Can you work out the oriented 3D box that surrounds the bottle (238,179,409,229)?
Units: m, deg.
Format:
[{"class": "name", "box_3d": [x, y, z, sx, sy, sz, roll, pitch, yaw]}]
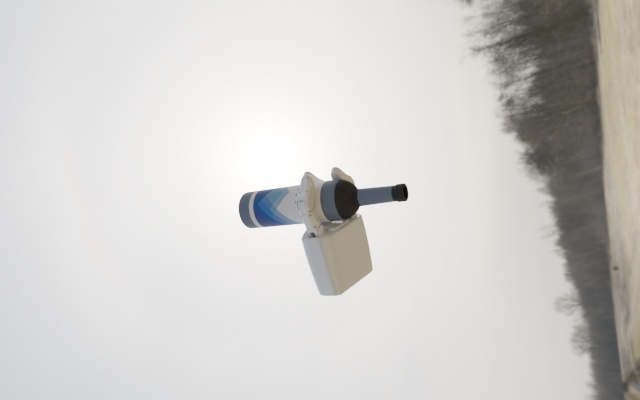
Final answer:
[{"class": "bottle", "box_3d": [0.000, 0.003, 0.785, 0.296, 0.069, 0.069, -7, -3, 30]}]
